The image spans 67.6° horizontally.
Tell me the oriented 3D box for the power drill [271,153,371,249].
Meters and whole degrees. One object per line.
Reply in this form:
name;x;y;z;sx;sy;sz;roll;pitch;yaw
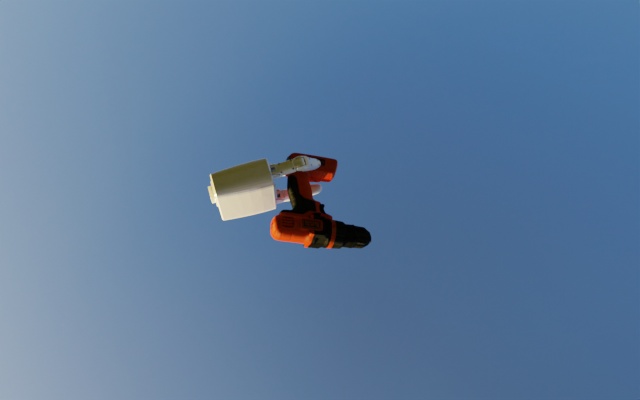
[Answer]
power drill;0.000;0.003;0.889;0.184;0.187;0.057;9;-39;-16
